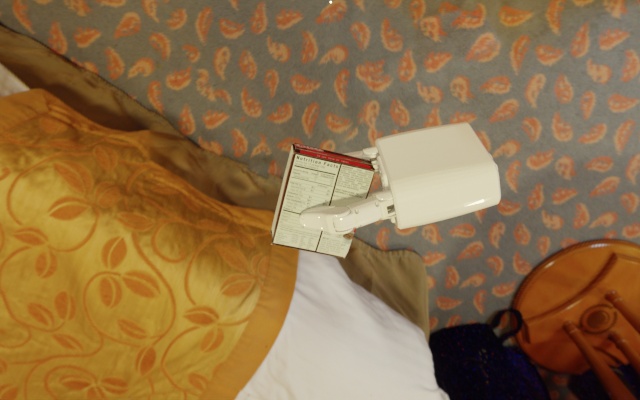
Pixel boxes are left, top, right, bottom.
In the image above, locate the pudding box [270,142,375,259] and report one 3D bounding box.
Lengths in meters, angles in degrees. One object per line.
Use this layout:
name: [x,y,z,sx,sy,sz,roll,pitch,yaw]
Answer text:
pudding box: [0.000,0.002,0.520,0.090,0.113,0.039,13,20,-9]
